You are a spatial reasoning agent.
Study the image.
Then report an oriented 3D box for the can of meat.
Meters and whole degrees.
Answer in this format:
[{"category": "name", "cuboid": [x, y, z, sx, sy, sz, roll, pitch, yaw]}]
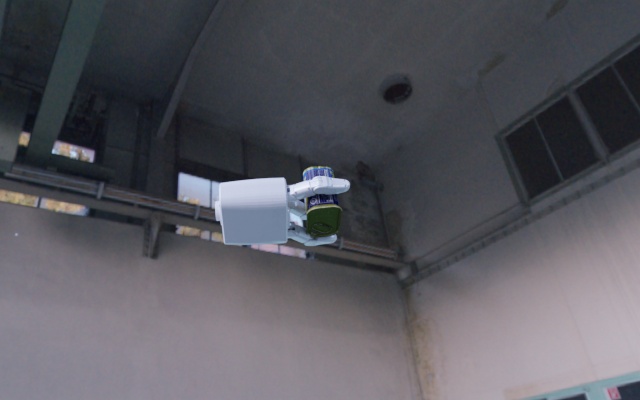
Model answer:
[{"category": "can of meat", "cuboid": [0.000, 0.002, 0.813, 0.057, 0.084, 0.102, -5, -31, -5]}]
